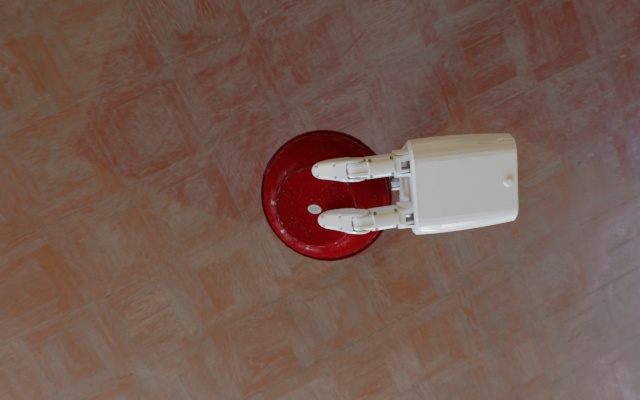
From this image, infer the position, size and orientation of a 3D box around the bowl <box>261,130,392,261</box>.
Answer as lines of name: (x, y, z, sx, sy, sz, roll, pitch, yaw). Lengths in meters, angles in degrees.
bowl: (-0.001, 0.002, 0.550, 0.162, 0.162, 0.055, 0, 13, 12)
